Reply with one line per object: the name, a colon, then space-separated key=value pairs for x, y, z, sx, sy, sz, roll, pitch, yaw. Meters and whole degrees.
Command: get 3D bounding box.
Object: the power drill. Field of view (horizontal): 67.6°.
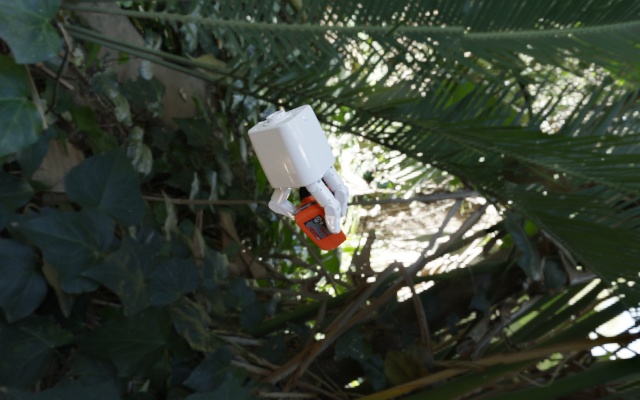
power drill: x=0.000 y=0.003 z=0.896 sx=0.057 sy=0.187 sz=0.184 roll=-32 pitch=-53 yaw=16
